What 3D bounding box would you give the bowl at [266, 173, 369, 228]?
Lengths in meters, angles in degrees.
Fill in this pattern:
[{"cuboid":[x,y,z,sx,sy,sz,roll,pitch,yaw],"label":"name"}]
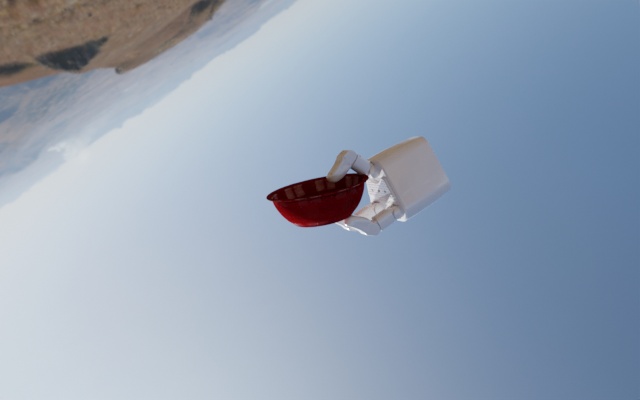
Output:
[{"cuboid":[-0.001,0.003,0.743,0.162,0.055,0.162,-11,11,2],"label":"bowl"}]
